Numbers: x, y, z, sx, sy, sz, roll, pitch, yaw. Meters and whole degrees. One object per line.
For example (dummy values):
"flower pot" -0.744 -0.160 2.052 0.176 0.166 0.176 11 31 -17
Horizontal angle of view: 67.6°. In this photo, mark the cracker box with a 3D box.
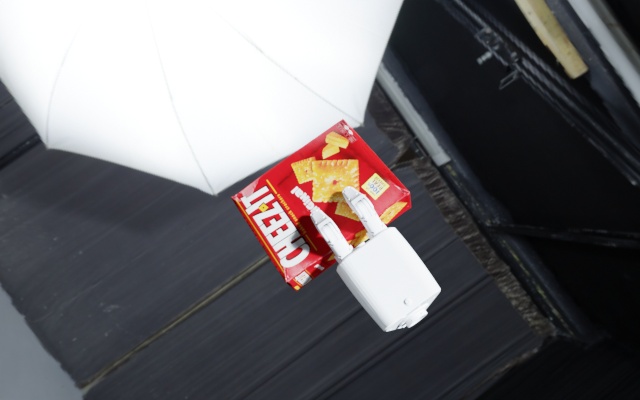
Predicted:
"cracker box" 0.000 0.002 0.711 0.213 0.164 0.072 -35 -24 -3
